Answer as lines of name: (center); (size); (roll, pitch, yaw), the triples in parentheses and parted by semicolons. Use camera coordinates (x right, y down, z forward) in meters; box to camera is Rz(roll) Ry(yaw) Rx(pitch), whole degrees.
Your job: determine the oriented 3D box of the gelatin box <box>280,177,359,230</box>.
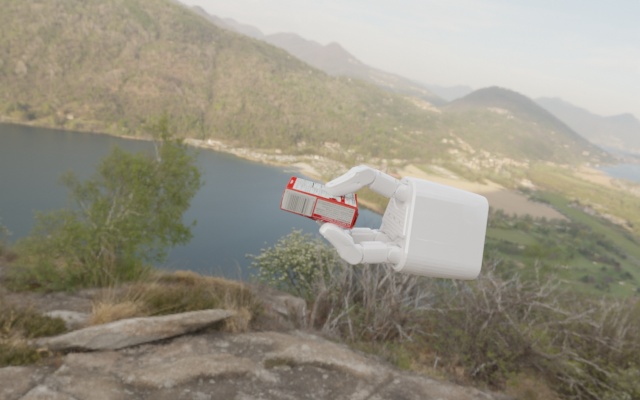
gelatin box: (0.000, 0.001, 0.575); (0.089, 0.030, 0.073); (16, 13, -2)
